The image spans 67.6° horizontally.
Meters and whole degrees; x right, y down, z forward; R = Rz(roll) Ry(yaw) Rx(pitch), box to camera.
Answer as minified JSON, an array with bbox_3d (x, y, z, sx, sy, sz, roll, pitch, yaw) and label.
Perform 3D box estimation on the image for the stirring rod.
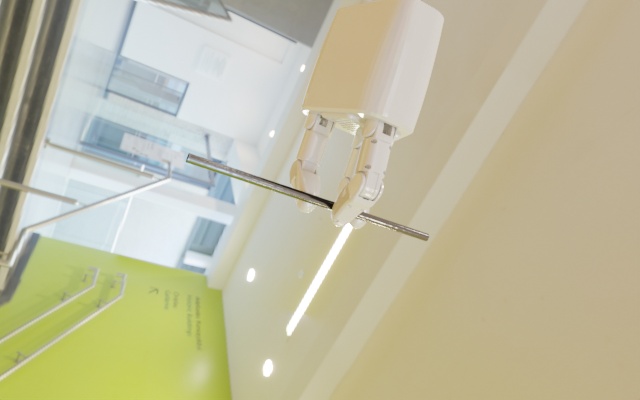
[{"bbox_3d":[0.000,0.001,0.423,0.239,0.011,0.011,19,-8,-23],"label":"stirring rod"}]
